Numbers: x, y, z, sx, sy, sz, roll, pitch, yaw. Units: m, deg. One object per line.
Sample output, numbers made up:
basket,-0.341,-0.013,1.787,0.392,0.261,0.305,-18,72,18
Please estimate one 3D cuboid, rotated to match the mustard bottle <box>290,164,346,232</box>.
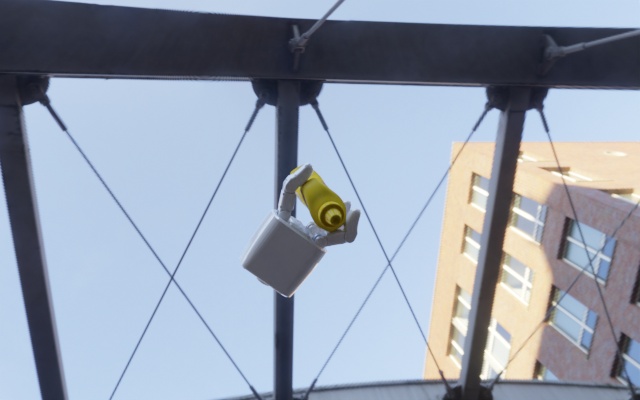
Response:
mustard bottle,0.000,0.002,0.815,0.058,0.096,0.191,-31,22,-3
